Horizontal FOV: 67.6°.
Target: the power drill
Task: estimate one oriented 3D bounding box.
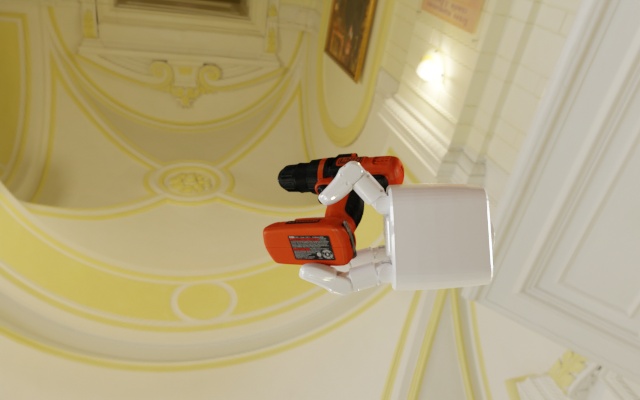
[{"bbox_3d":[0.000,0.002,0.606,0.184,0.057,0.187,-3,33,26],"label":"power drill"}]
